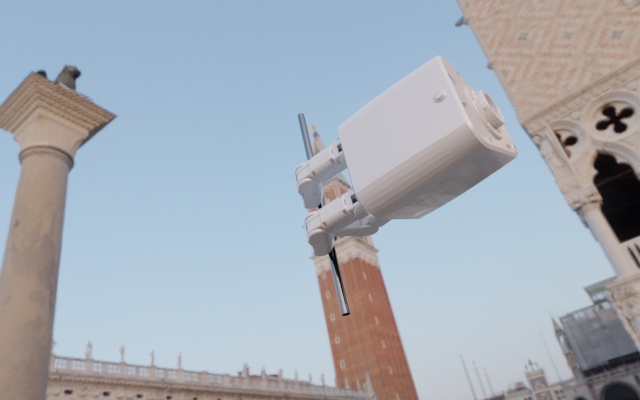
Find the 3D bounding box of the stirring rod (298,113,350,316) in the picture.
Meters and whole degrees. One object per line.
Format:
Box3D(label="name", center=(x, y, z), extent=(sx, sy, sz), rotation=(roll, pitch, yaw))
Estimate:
Box3D(label="stirring rod", center=(0.000, 0.002, 0.487), extent=(0.011, 0.239, 0.011), rotation=(-9, -32, -6))
